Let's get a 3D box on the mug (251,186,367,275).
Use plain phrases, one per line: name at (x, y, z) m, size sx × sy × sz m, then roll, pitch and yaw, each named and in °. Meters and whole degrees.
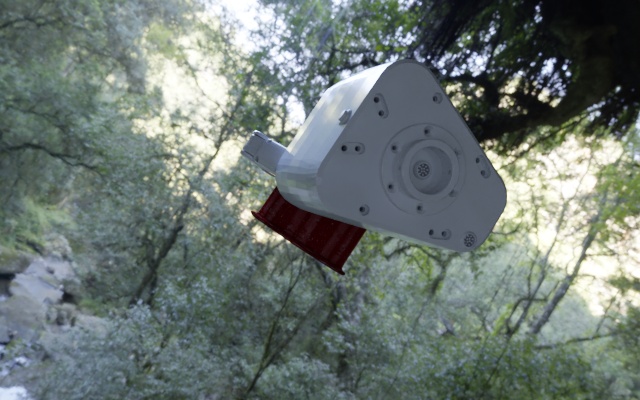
mug at (0.000, 0.001, 0.408) m, size 0.093 × 0.081 × 0.117 m, roll 35°, pitch -4°, yaw -16°
